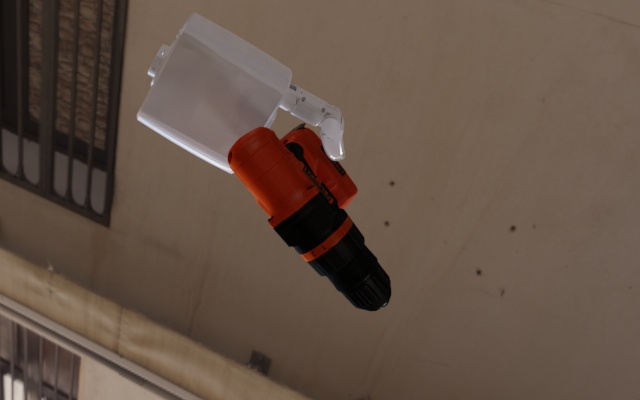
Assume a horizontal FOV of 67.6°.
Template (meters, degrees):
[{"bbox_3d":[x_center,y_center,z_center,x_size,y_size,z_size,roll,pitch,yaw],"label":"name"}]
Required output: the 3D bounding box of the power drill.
[{"bbox_3d":[0.000,0.001,0.459,0.057,0.184,0.187,-36,10,10],"label":"power drill"}]
